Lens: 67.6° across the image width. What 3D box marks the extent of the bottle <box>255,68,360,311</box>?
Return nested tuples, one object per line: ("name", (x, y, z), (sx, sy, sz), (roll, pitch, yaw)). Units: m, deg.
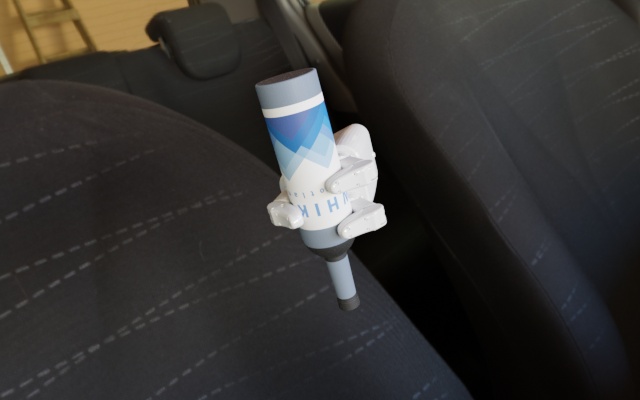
("bottle", (0.000, 0.002, 0.555), (0.069, 0.296, 0.069), (-14, 22, 6))
